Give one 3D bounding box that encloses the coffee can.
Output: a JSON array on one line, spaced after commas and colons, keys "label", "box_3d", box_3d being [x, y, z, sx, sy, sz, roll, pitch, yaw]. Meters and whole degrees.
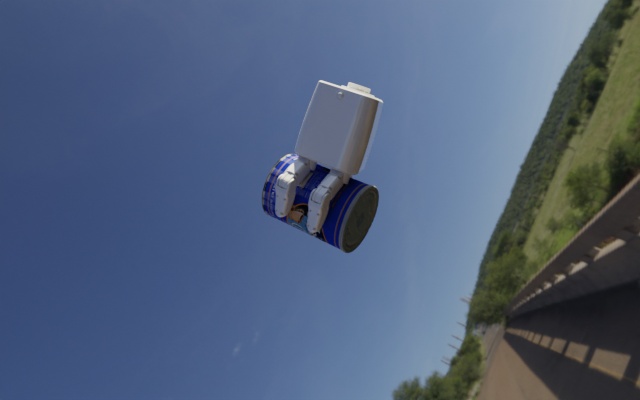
[{"label": "coffee can", "box_3d": [0.000, 0.003, 0.701, 0.140, 0.103, 0.103, 24, 10, 24]}]
